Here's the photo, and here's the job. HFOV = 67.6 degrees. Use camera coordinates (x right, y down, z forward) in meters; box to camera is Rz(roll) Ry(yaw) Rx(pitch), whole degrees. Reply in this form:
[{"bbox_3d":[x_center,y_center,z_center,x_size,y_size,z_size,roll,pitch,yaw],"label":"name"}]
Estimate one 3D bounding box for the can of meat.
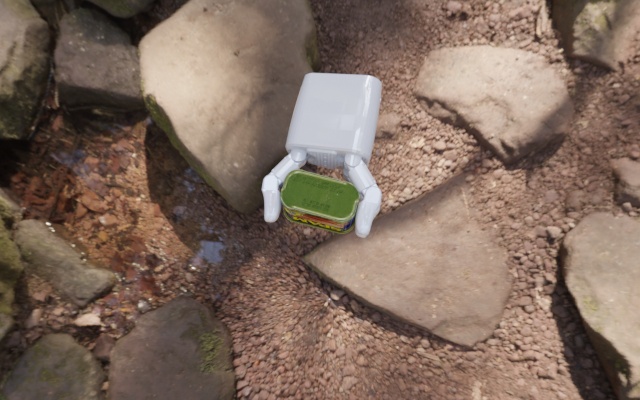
[{"bbox_3d":[0.000,0.002,0.621,0.102,0.057,0.084,14,-12,4],"label":"can of meat"}]
